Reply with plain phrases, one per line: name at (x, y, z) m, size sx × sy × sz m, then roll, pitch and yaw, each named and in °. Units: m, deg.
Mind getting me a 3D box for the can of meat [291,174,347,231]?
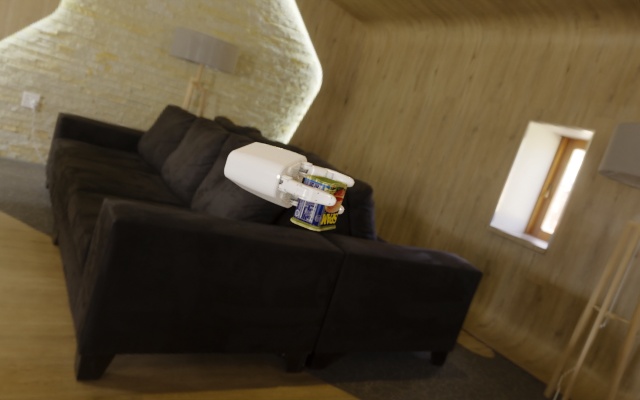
can of meat at (0.000, 0.002, 0.835) m, size 0.057 × 0.084 × 0.102 m, roll 21°, pitch 8°, yaw 22°
